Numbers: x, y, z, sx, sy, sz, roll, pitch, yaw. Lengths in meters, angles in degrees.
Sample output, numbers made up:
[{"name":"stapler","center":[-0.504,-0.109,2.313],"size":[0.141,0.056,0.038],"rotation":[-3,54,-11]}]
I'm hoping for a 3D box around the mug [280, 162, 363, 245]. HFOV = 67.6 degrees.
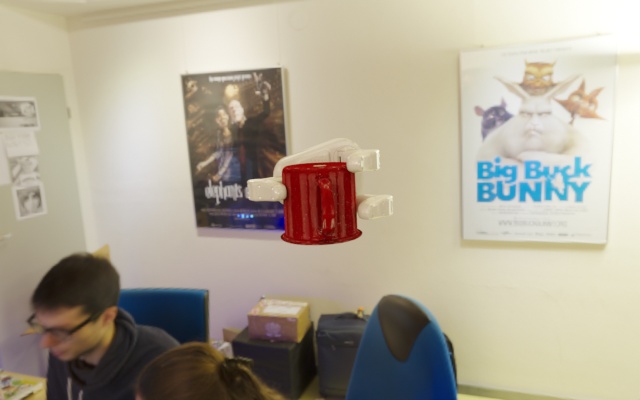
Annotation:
[{"name":"mug","center":[0.000,0.002,0.523],"size":[0.093,0.081,0.117],"rotation":[-4,9,-4]}]
